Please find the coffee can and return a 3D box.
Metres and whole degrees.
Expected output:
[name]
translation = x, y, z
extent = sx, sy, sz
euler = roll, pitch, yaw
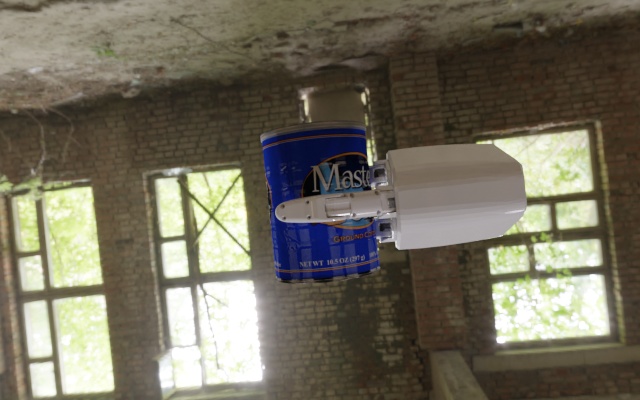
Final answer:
[coffee can]
translation = 0.000, 0.001, 0.463
extent = 0.103, 0.140, 0.103
euler = -6, 0, 0
